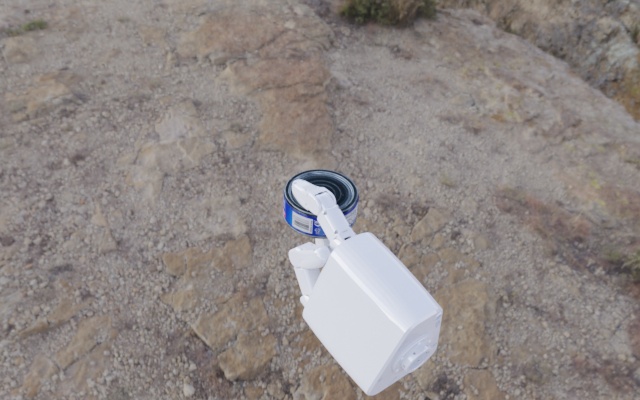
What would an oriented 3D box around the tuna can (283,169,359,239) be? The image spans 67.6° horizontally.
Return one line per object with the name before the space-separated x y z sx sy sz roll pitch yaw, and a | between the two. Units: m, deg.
tuna can | 0.000 0.001 0.541 0.086 0.034 0.086 2 40 -2
